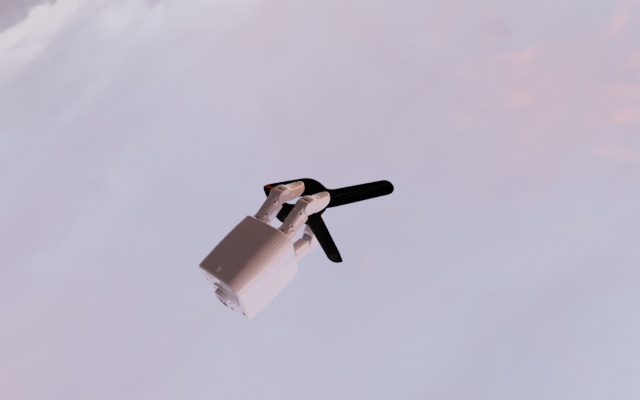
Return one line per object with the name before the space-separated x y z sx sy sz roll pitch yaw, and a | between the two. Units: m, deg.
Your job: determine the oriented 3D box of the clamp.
clamp | 0.000 0.003 0.751 0.210 0.036 0.164 23 54 38
